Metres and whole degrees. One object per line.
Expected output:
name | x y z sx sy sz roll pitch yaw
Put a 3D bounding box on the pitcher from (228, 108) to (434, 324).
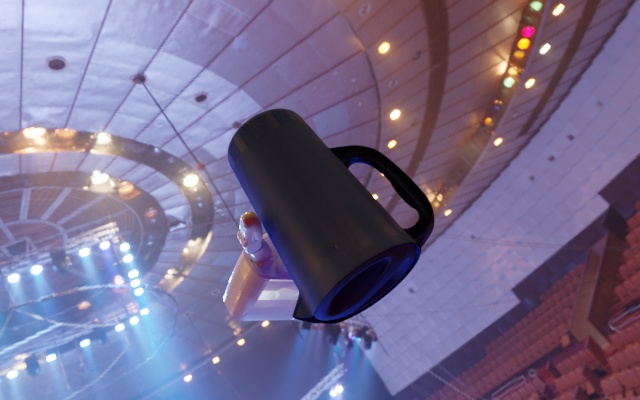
pitcher | 0.000 0.002 0.545 0.149 0.242 0.145 -10 -37 -39
